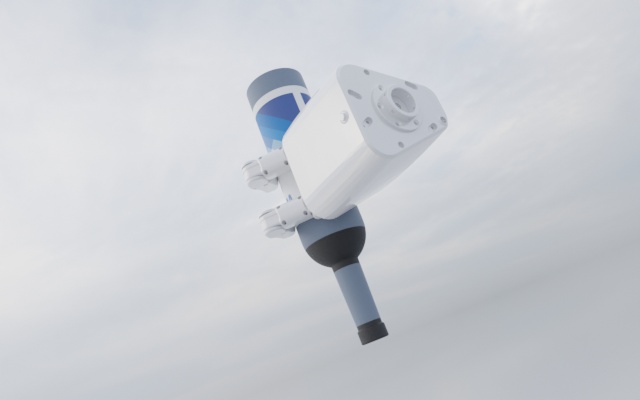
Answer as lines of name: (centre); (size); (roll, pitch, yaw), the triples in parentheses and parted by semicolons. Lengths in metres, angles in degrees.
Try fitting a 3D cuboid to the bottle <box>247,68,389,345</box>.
bottle: (0.000, 0.001, 0.494); (0.069, 0.295, 0.069); (-20, -18, -7)
